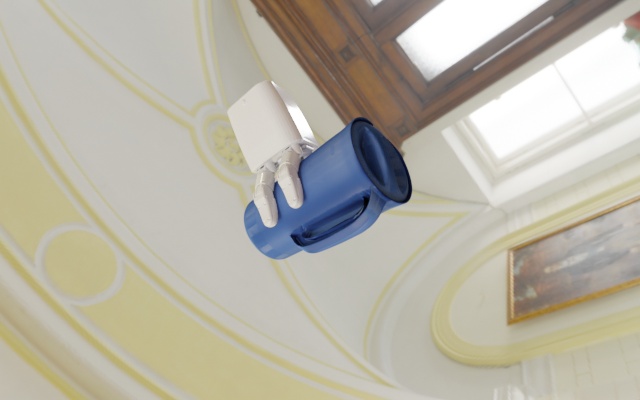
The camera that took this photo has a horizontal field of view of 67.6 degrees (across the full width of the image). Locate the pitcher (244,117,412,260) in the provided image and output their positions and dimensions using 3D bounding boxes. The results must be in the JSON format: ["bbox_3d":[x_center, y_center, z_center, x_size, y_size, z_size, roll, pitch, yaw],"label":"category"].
[{"bbox_3d":[0.000,0.002,0.693,0.243,0.145,0.149,-32,-11,32],"label":"pitcher"}]
